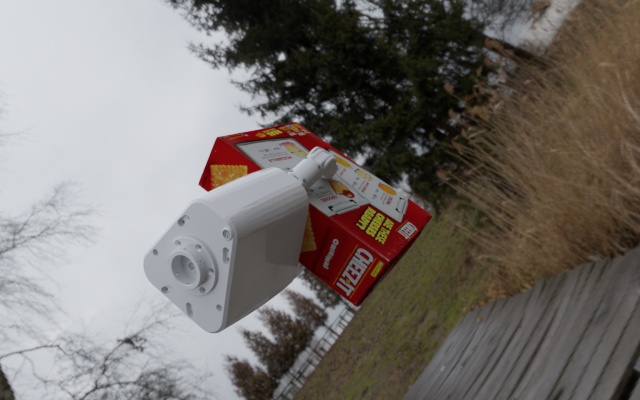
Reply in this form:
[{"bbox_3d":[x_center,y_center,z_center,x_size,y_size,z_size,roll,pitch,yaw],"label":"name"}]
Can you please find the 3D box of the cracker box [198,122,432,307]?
[{"bbox_3d":[0.000,0.002,0.534,0.213,0.072,0.164,36,27,14],"label":"cracker box"}]
